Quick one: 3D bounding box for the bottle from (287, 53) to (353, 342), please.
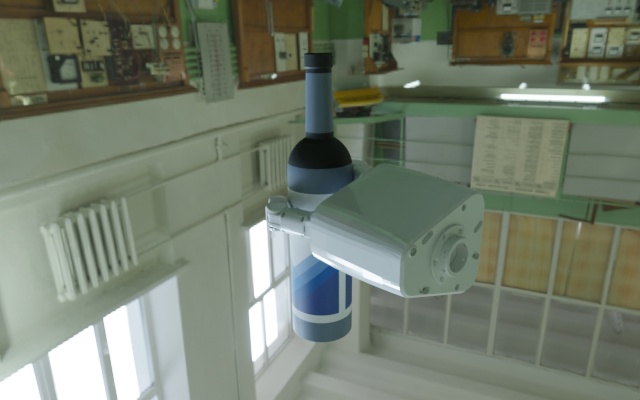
[{"bbox_3d":[0.000,0.002,0.494,0.069,0.296,0.069,-1,18,0],"label":"bottle"}]
